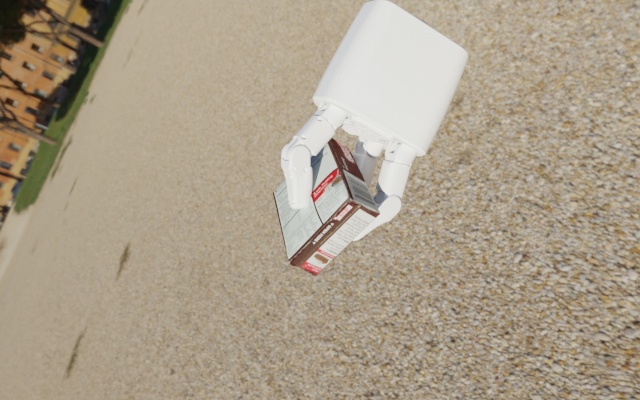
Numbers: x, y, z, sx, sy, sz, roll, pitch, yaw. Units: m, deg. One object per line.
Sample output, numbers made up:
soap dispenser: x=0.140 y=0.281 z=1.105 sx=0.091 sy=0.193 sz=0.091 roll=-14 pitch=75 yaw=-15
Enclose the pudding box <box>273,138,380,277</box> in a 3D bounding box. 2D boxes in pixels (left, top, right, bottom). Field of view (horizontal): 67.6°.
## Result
pudding box: x=0.000 y=0.001 z=0.461 sx=0.039 sy=0.090 sz=0.113 roll=29 pitch=25 yaw=-30
